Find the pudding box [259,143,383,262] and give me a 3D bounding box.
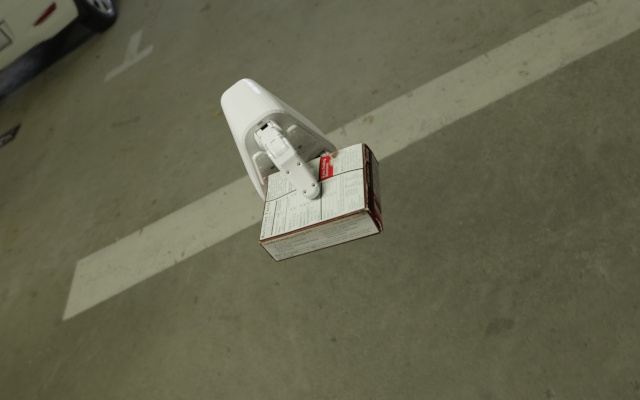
[{"bbox_3d":[0.000,0.001,0.454,0.113,0.090,0.039,-19,-46,22],"label":"pudding box"}]
